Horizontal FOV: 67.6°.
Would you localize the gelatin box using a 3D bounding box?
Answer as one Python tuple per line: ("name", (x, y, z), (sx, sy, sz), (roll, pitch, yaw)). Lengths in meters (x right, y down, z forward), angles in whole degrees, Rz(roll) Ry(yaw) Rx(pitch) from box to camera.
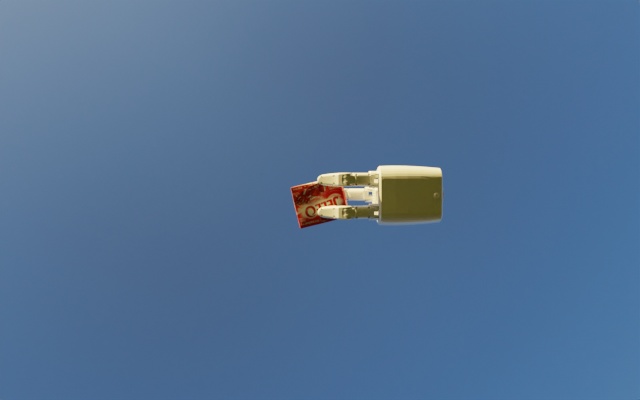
("gelatin box", (0.000, 0.003, 0.826), (0.089, 0.073, 0.030), (-13, 2, 8))
